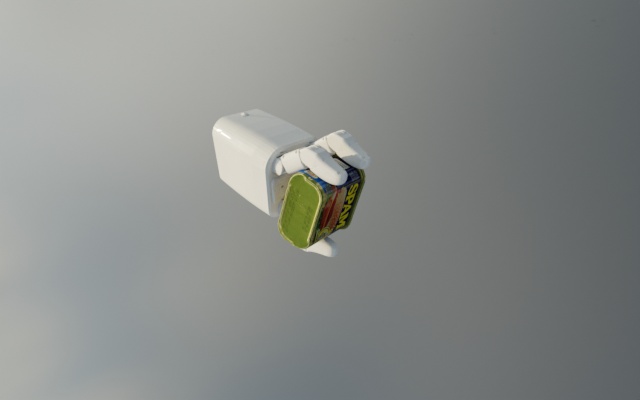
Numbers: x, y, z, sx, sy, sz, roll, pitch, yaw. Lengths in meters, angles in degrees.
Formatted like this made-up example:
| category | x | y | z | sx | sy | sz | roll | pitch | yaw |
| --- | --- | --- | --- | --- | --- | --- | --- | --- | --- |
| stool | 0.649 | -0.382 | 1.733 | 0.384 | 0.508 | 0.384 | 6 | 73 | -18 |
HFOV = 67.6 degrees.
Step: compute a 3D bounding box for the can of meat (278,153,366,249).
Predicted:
| category | x | y | z | sx | sy | sz | roll | pitch | yaw |
| --- | --- | --- | --- | --- | --- | --- | --- | --- | --- |
| can of meat | 0.000 | 0.002 | 0.584 | 0.057 | 0.102 | 0.084 | 35 | 37 | 25 |
